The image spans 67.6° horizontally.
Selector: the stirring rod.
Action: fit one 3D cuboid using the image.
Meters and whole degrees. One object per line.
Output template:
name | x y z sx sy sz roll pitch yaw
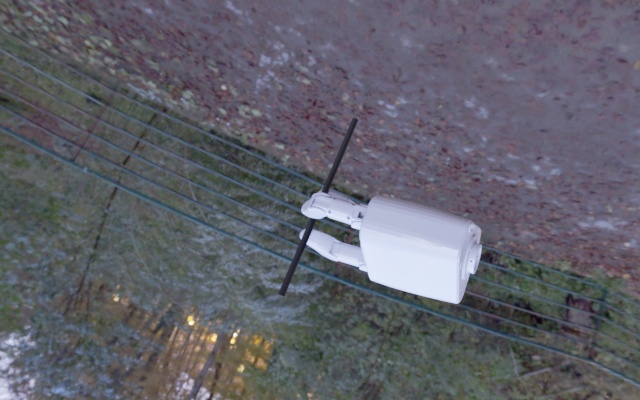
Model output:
stirring rod | 0.000 0.002 0.579 0.011 0.239 0.011 21 -17 7
